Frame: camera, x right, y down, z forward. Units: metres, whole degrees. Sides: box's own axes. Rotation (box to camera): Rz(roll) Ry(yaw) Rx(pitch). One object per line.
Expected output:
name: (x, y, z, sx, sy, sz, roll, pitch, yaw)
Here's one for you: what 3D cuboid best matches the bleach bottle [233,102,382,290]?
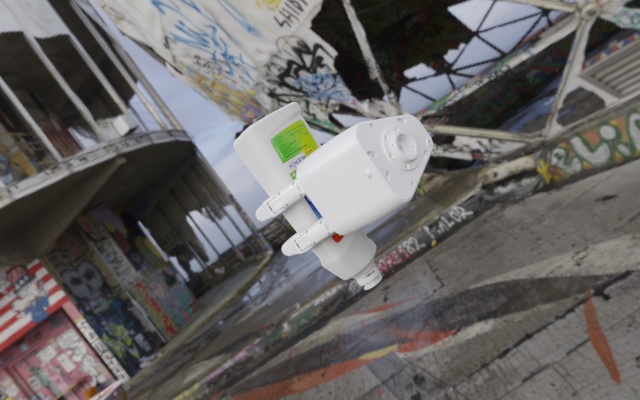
bleach bottle: (0.000, 0.002, 0.617, 0.102, 0.251, 0.068, -39, 4, -39)
